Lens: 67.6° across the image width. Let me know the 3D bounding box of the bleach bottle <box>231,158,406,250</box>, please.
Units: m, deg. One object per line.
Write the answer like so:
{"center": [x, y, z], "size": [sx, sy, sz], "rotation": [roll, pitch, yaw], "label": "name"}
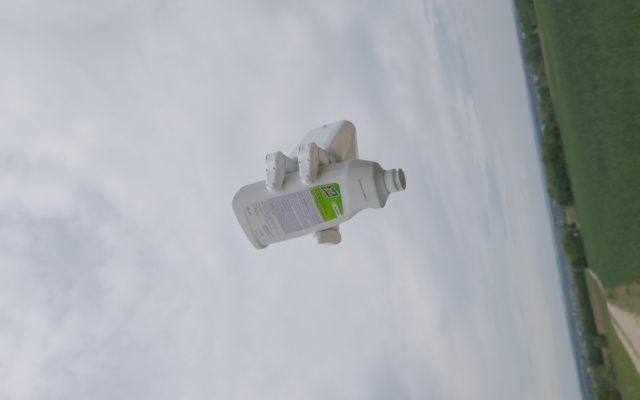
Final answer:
{"center": [0.000, 0.002, 0.676], "size": [0.251, 0.103, 0.068], "rotation": [-12, 29, 27], "label": "bleach bottle"}
